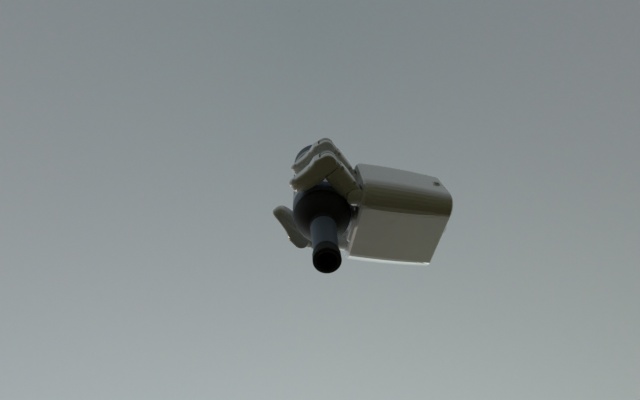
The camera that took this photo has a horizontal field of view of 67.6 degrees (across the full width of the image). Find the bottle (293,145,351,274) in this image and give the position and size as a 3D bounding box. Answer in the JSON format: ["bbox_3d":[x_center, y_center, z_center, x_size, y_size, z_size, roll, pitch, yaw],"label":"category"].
[{"bbox_3d":[0.000,0.002,0.577,0.069,0.069,0.295,0,22,-3],"label":"bottle"}]
